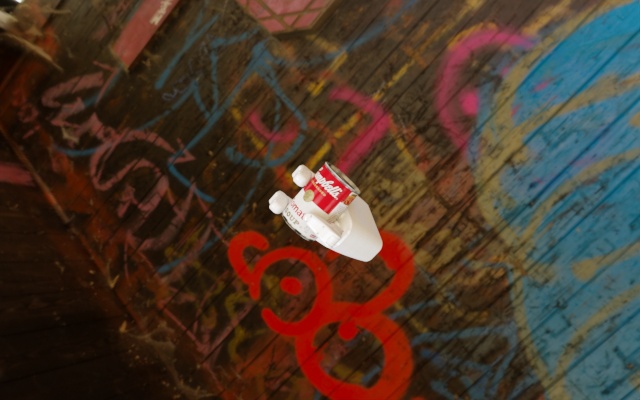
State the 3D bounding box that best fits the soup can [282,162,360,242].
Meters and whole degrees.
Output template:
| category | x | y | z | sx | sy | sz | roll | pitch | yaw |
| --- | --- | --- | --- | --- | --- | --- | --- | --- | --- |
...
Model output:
| category | x | y | z | sx | sy | sz | roll | pitch | yaw |
| --- | --- | --- | --- | --- | --- | --- | --- | --- | --- |
| soup can | 0.000 | 0.002 | 0.707 | 0.068 | 0.102 | 0.068 | 40 | 12 | -10 |
